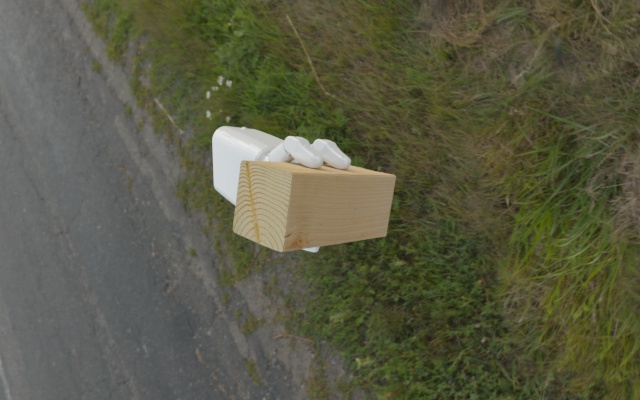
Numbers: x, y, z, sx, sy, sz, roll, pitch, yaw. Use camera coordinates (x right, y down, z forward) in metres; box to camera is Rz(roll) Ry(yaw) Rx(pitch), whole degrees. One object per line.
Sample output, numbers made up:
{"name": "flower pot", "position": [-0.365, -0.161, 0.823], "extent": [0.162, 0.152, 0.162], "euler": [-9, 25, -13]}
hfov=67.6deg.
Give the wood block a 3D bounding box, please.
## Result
{"name": "wood block", "position": [0.000, 0.002, 0.616], "extent": [0.090, 0.091, 0.206], "euler": [16, 12, 39]}
